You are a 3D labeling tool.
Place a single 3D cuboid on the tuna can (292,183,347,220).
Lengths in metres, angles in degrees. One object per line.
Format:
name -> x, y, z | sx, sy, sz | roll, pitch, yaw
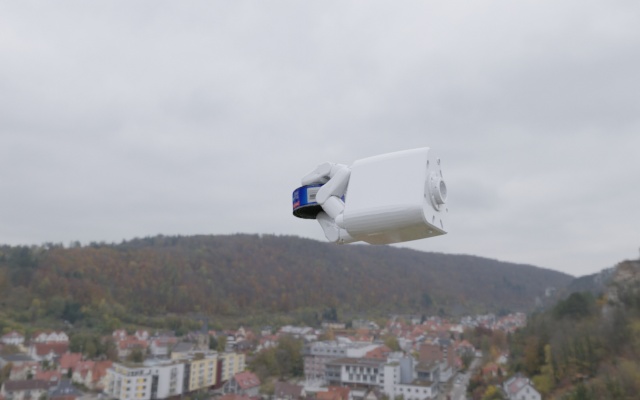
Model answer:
tuna can -> 0.000, 0.002, 0.713 | 0.086, 0.033, 0.086 | -3, -16, -1
